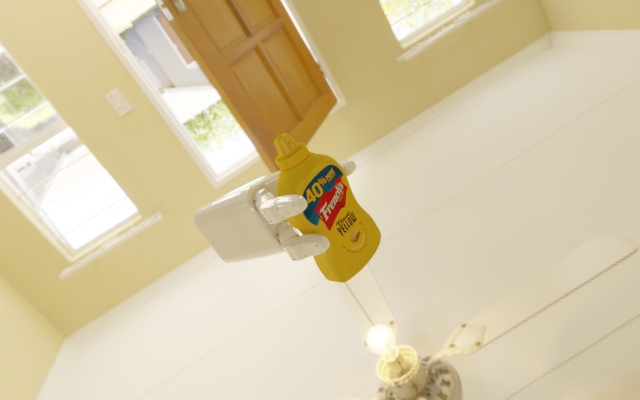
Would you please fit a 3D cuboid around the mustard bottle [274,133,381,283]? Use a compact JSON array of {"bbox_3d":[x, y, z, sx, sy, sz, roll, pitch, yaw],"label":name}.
[{"bbox_3d":[0.000,0.002,0.585,0.058,0.192,0.096,0,38,51],"label":"mustard bottle"}]
